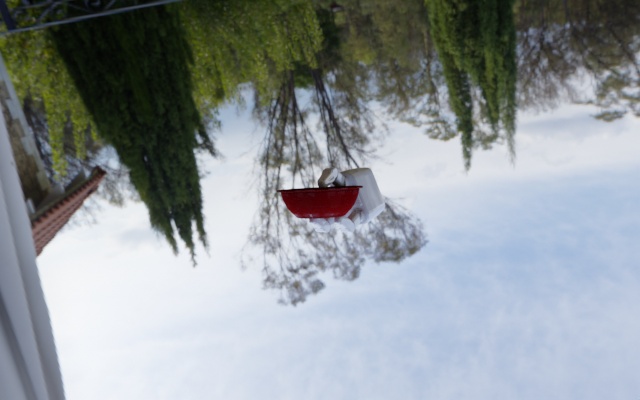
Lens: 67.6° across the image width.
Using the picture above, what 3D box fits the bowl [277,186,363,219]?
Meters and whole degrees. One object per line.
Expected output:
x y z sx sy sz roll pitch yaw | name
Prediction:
-0.001 0.003 0.893 0.162 0.055 0.162 -3 2 0 | bowl
